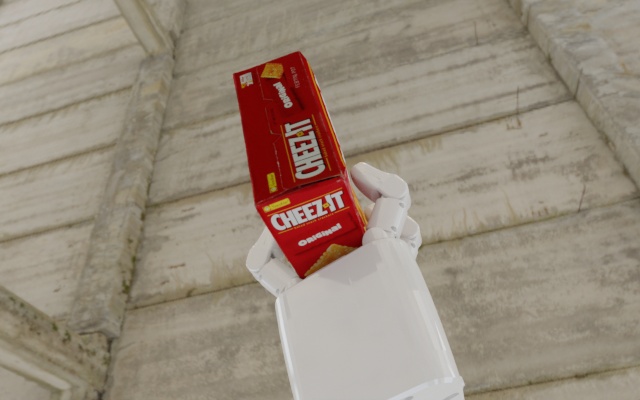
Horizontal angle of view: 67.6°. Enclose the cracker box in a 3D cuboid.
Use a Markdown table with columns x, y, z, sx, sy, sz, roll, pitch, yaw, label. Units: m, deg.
| x | y | z | sx | sy | sz | roll | pitch | yaw | label |
| --- | --- | --- | --- | --- | --- | --- | --- | --- | --- |
| 0.000 | 0.002 | 0.434 | 0.072 | 0.164 | 0.214 | -20 | -42 | 3 | cracker box |
